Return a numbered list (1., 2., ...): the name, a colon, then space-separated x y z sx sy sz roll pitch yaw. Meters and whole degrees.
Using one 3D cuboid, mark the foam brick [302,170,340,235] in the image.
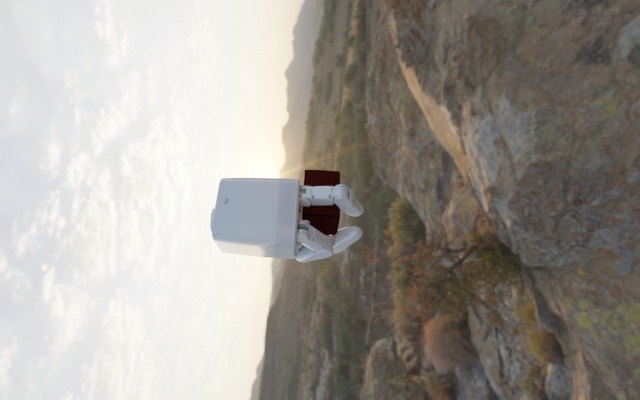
1. foam brick: 0.000 0.002 0.671 0.051 0.078 0.053 3 -34 -2
